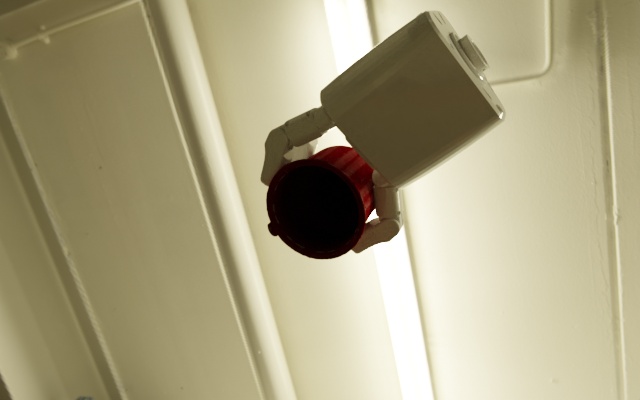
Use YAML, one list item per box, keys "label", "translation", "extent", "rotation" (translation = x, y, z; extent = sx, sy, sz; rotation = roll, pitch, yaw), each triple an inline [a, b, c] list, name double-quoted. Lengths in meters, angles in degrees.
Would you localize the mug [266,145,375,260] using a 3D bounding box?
- label: "mug"
  translation: [-0.001, 0.002, 0.452]
  extent: [0.117, 0.093, 0.081]
  rotation: [-32, 5, 29]
